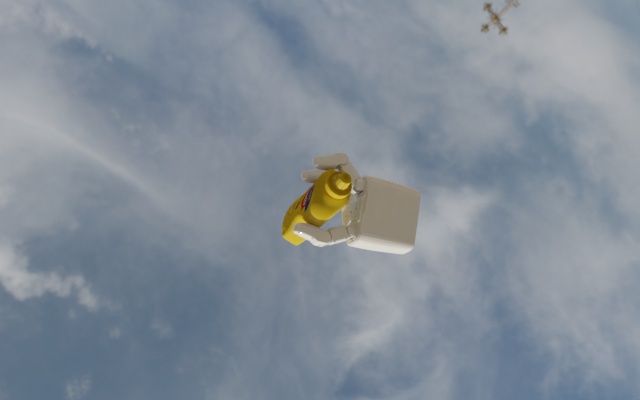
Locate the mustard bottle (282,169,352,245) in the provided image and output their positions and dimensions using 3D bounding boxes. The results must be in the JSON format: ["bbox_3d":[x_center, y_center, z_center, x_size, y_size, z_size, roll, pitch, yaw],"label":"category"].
[{"bbox_3d":[0.000,0.002,0.768,0.058,0.096,0.192,34,-31,-9],"label":"mustard bottle"}]
